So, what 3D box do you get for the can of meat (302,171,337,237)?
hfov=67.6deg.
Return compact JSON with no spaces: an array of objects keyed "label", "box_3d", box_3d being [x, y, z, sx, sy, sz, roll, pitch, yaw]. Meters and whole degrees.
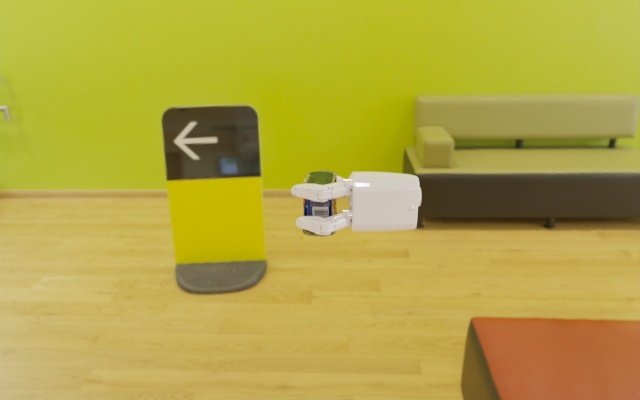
[{"label":"can of meat","box_3d":[0.000,0.002,0.821,0.057,0.084,0.102,2,22,5]}]
